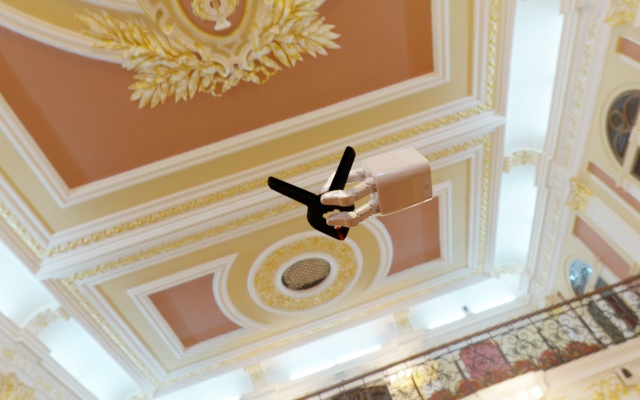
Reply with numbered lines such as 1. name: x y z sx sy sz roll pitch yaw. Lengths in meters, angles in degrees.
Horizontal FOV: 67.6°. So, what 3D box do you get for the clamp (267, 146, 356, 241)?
1. clamp: 0.000 0.003 0.901 0.164 0.210 0.036 -15 42 0
